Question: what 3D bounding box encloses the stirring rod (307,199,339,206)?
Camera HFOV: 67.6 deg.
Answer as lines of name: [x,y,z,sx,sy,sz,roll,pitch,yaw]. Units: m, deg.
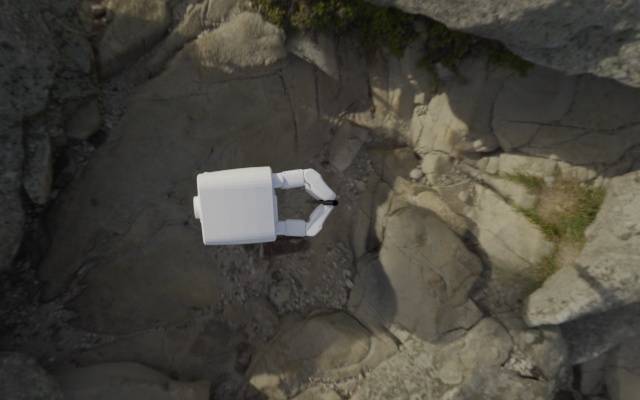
stirring rod: [0.000,0.003,0.760,0.011,0.011,0.239,0,0,-10]
